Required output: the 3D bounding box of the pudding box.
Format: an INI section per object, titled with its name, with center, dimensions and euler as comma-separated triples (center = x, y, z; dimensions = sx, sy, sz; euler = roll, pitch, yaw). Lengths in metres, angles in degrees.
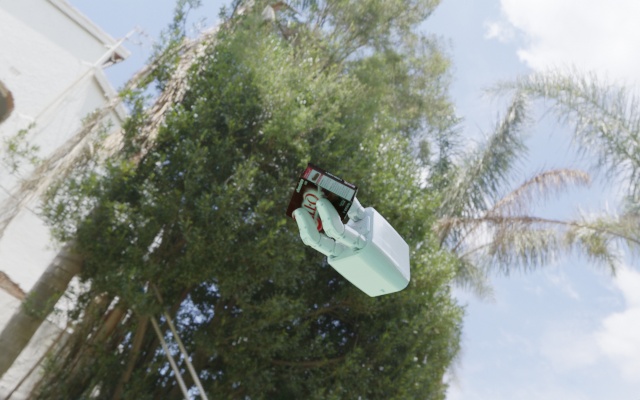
[pudding box]
center = 0.000, 0.002, 0.755
dimensions = 0.090, 0.039, 0.114
euler = 26, -39, 1
